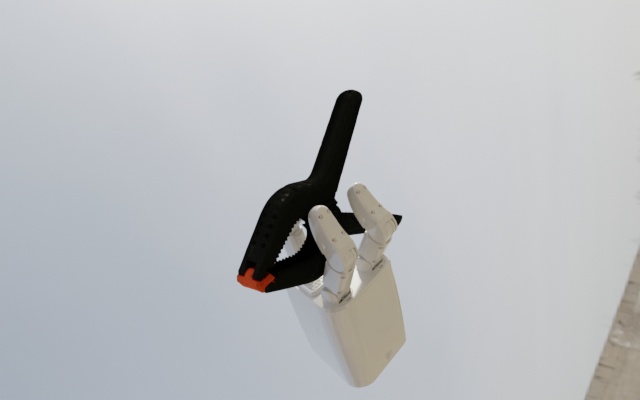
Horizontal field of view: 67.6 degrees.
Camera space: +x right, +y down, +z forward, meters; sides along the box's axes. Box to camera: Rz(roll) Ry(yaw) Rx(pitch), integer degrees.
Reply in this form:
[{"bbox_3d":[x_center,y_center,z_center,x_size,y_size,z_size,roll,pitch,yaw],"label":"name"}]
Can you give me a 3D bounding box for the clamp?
[{"bbox_3d":[-0.001,0.002,0.449,0.036,0.165,0.210,6,32,44],"label":"clamp"}]
